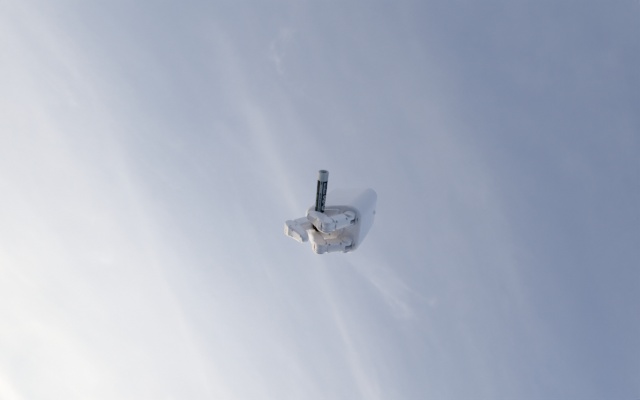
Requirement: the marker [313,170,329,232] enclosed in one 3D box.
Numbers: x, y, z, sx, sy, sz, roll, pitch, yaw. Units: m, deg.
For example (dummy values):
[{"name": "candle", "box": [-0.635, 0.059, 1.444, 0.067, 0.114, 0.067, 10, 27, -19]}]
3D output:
[{"name": "marker", "box": [0.000, 0.003, 0.860, 0.020, 0.121, 0.020, 5, 28, -2]}]
